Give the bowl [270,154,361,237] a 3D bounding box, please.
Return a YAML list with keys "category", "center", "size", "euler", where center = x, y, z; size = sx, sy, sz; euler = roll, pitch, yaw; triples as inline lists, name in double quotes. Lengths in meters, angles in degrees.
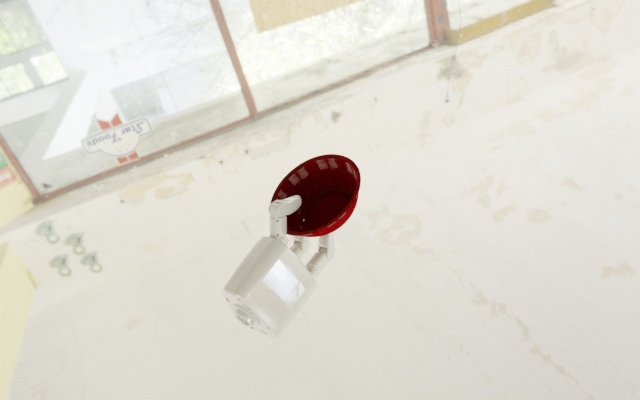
- category: "bowl"
  center: [0.001, 0.002, 0.773]
  size: [0.162, 0.162, 0.055]
  euler: [0, -36, 33]
